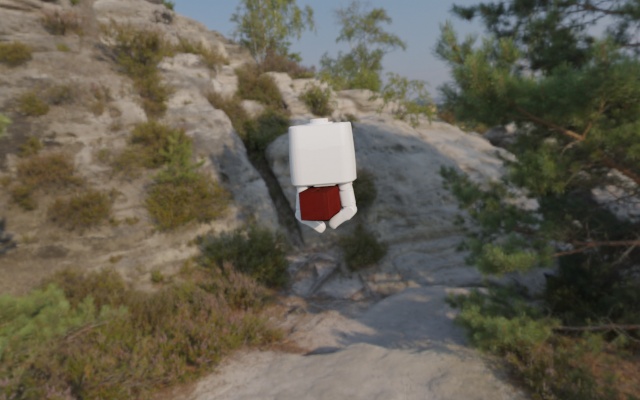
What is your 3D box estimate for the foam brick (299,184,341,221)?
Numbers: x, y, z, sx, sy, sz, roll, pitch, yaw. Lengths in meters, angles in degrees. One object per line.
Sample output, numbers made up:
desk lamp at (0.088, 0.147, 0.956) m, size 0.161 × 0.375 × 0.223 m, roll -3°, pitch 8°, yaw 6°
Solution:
foam brick at (0.000, 0.003, 0.845) m, size 0.053 × 0.051 × 0.078 m, roll 0°, pitch 12°, yaw 19°
